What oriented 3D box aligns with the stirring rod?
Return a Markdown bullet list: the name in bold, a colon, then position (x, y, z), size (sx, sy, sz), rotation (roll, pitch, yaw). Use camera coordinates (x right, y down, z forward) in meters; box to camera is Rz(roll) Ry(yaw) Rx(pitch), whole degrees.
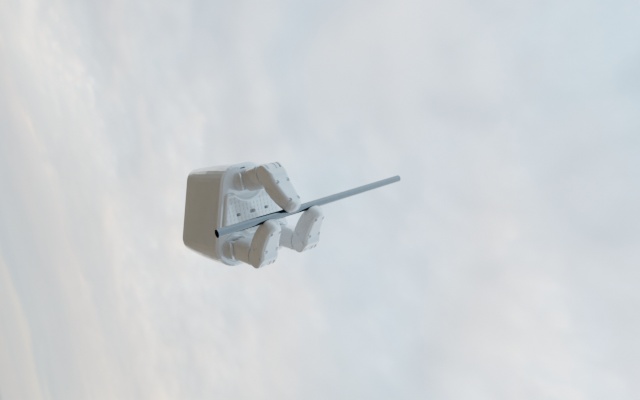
- **stirring rod**: position (0.000, 0.002, 0.496), size (0.239, 0.011, 0.011), rotation (-17, 10, -37)
